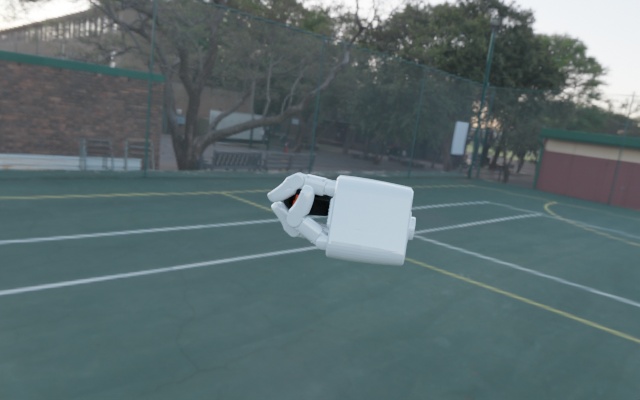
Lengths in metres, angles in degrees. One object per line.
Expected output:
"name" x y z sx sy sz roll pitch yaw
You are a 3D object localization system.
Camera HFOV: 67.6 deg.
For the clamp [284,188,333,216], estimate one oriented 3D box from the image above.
"clamp" 0.000 0.002 0.748 0.120 0.039 0.171 8 10 6
